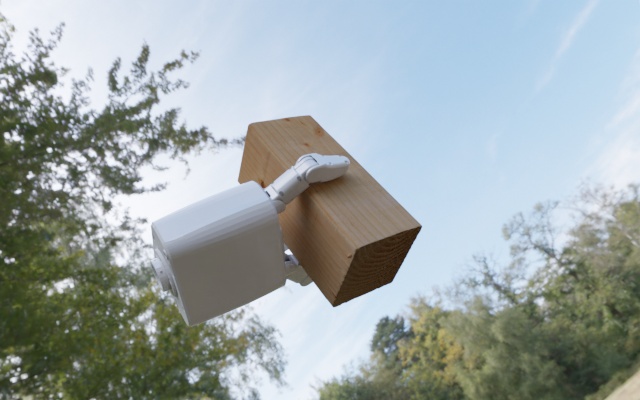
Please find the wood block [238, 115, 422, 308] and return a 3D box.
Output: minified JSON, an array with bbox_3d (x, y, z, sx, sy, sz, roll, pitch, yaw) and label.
[{"bbox_3d":[0.000,0.002,0.529,0.090,0.091,0.206,-15,49,-35],"label":"wood block"}]
